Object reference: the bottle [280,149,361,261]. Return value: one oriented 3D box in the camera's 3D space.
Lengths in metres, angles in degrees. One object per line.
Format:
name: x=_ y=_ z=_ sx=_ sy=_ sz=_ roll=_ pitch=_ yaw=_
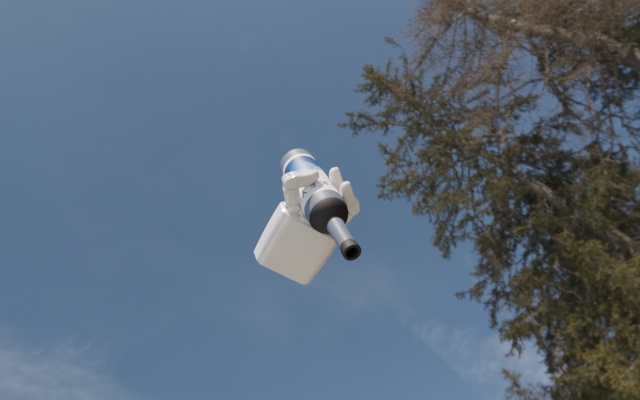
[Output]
bottle: x=0.000 y=0.002 z=0.786 sx=0.069 sy=0.069 sz=0.295 roll=0 pitch=29 yaw=-20
